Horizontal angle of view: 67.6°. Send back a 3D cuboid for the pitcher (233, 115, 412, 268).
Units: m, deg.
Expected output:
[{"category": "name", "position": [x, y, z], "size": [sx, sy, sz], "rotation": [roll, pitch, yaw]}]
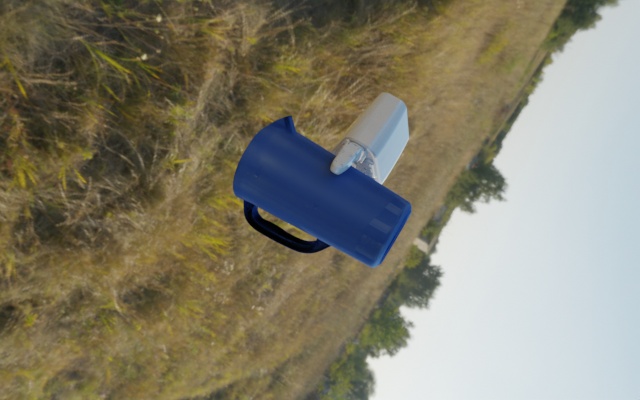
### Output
[{"category": "pitcher", "position": [0.000, 0.002, 0.704], "size": [0.243, 0.145, 0.149], "rotation": [31, -21, 12]}]
